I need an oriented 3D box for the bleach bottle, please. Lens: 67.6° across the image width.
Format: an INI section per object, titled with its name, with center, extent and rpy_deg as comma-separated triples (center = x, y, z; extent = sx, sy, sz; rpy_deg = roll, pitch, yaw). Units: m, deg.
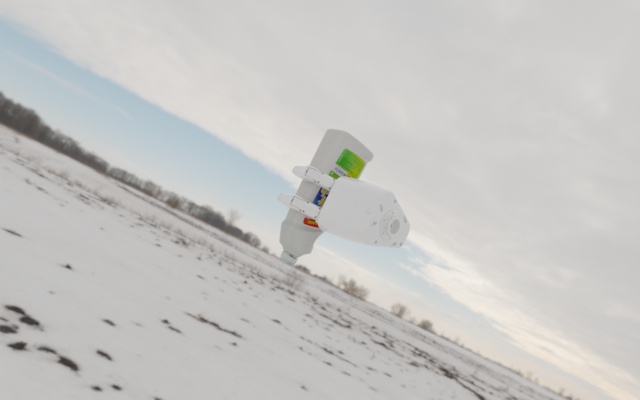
[bleach bottle]
center = 0.000, 0.003, 0.854
extent = 0.068, 0.251, 0.103
rpy_deg = 18, -12, 47
